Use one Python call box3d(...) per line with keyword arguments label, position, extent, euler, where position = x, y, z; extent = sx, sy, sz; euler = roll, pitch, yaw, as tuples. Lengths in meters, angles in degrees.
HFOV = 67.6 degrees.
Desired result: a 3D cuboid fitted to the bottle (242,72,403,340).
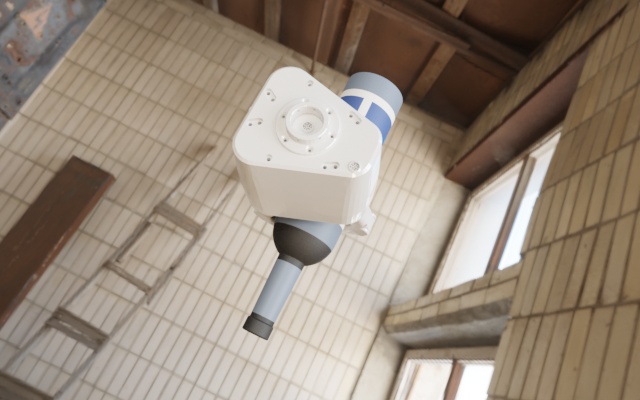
box3d(label="bottle", position=(0.000, 0.001, 0.497), extent=(0.069, 0.295, 0.069), euler=(24, -18, 8))
